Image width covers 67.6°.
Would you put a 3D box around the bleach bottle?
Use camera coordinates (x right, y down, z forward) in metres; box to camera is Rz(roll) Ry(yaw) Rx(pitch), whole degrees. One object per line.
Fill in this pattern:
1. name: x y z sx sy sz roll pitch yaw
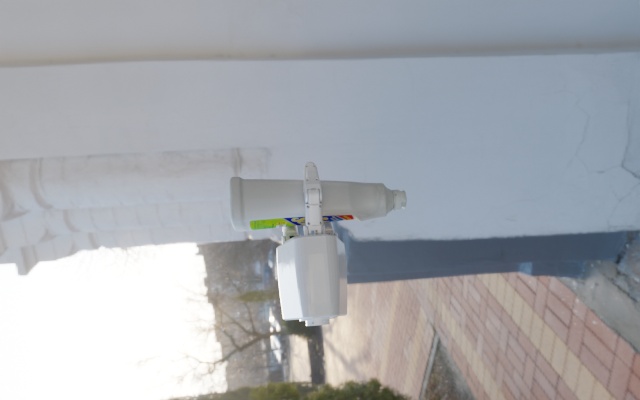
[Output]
1. bleach bottle: 0.000 0.002 0.684 0.251 0.068 0.102 -3 -14 -6
